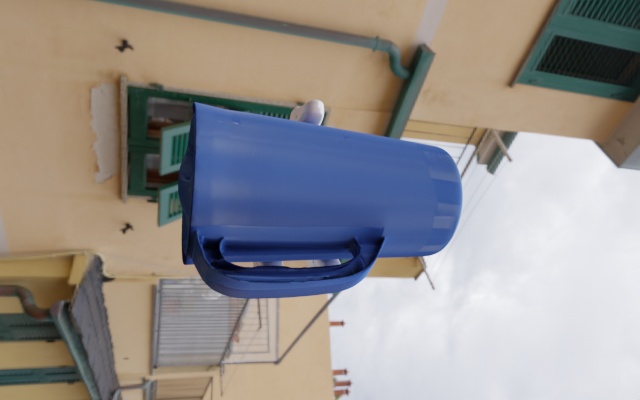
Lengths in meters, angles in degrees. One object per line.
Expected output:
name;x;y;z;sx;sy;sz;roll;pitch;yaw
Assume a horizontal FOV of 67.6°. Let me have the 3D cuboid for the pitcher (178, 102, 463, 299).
pitcher;0.000;0.001;0.423;0.243;0.149;0.145;4;-2;-18
